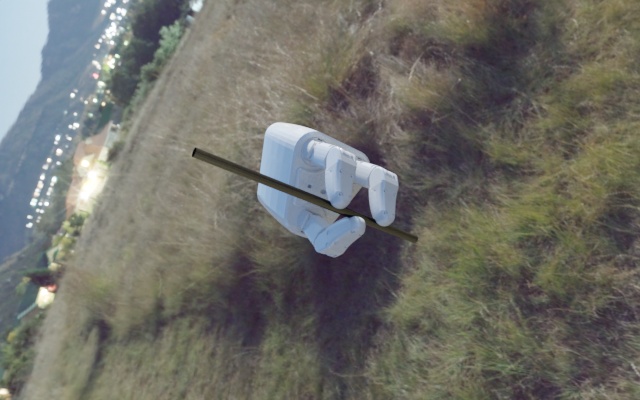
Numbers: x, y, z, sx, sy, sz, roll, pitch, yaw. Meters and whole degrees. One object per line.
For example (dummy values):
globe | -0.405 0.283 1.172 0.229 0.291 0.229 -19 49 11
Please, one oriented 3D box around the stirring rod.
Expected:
stirring rod | 0.000 0.001 0.425 0.239 0.011 0.011 22 -11 -31
